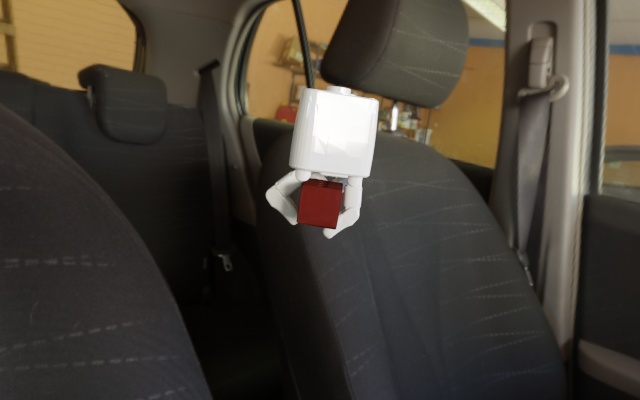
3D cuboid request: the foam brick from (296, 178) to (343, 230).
[{"bbox_3d":[0.000,0.002,0.630,0.053,0.051,0.078,10,9,1],"label":"foam brick"}]
